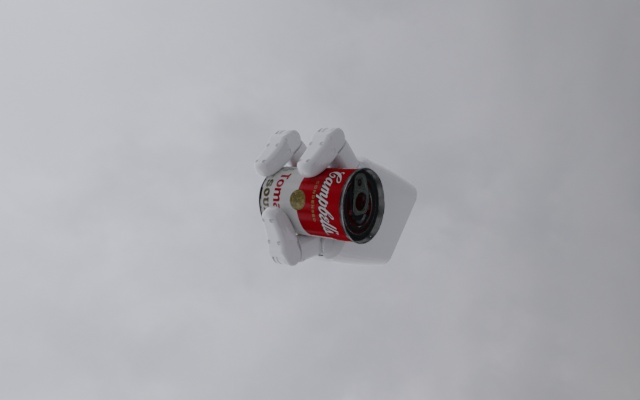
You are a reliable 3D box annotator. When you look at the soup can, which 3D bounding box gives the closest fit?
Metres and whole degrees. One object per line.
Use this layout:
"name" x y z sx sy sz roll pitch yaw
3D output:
"soup can" 0.000 0.001 0.453 0.102 0.068 0.068 5 3 39
